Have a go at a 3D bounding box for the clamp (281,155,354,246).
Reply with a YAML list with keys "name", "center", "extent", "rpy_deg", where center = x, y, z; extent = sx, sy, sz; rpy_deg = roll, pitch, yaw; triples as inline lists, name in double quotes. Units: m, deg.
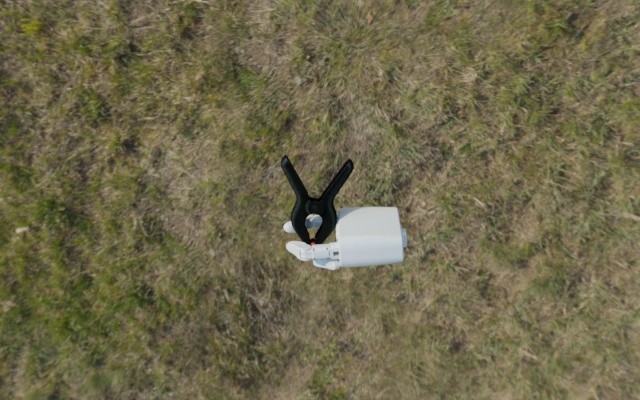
- name: "clamp"
  center: [0.000, 0.003, 0.810]
  extent: [0.120, 0.171, 0.039]
  rpy_deg: [-4, 18, 5]
